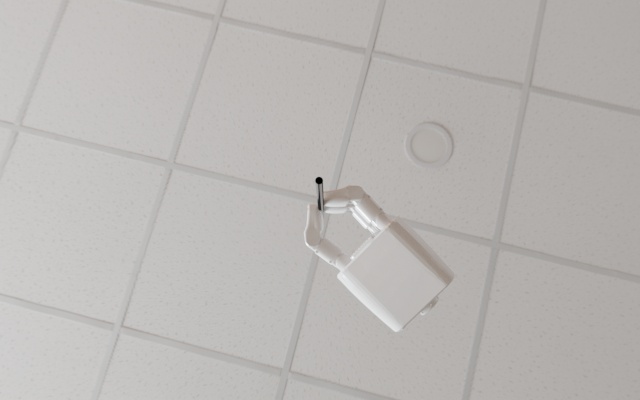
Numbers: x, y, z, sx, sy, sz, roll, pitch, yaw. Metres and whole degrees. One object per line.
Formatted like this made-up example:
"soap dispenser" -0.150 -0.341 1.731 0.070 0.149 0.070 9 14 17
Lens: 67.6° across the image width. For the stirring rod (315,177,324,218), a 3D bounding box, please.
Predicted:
"stirring rod" 0.000 0.002 0.595 0.011 0.011 0.239 0 -10 1
